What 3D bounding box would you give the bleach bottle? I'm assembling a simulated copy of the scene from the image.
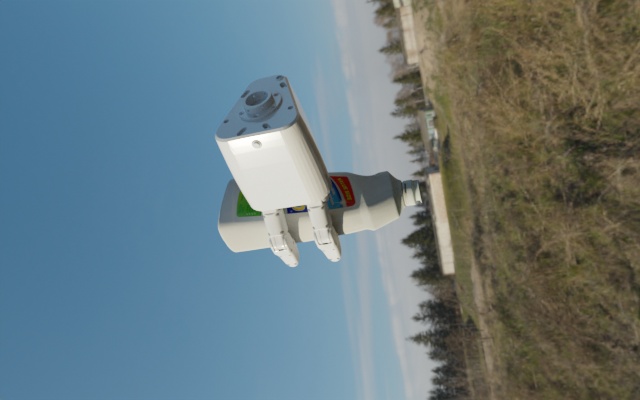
[{"bbox_3d":[0.000,0.002,0.608,0.251,0.102,0.068,-9,-45,14],"label":"bleach bottle"}]
